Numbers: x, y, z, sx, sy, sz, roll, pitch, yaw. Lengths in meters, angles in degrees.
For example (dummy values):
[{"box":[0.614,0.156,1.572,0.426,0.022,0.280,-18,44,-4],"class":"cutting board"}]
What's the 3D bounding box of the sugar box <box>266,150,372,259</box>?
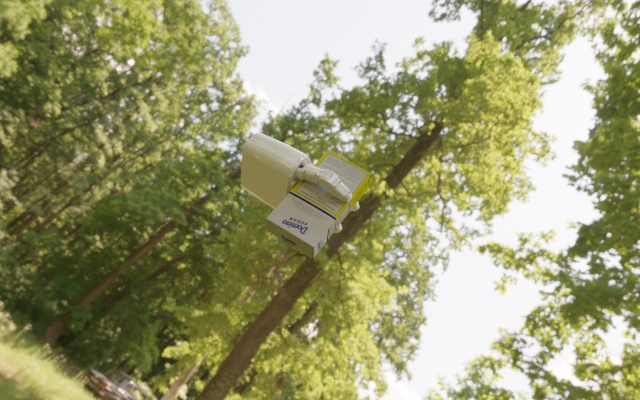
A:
[{"box":[0.000,0.003,0.785,0.093,0.176,0.048,31,-29,18],"class":"sugar box"}]
